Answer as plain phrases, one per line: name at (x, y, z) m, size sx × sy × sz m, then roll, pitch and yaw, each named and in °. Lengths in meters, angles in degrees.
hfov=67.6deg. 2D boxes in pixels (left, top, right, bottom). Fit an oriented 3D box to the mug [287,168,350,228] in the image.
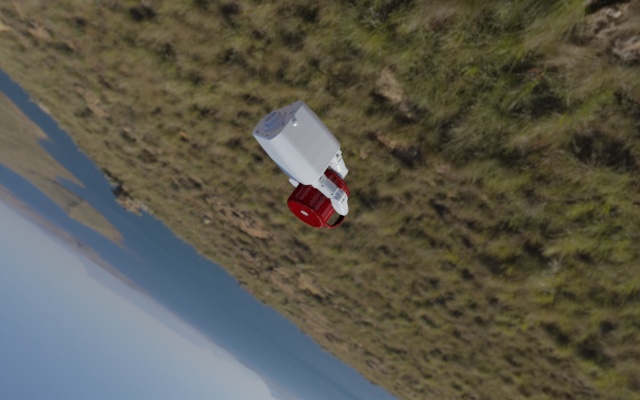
mug at (0.001, 0.004, 0.872) m, size 0.117 × 0.081 × 0.093 m, roll 48°, pitch -24°, yaw -26°
